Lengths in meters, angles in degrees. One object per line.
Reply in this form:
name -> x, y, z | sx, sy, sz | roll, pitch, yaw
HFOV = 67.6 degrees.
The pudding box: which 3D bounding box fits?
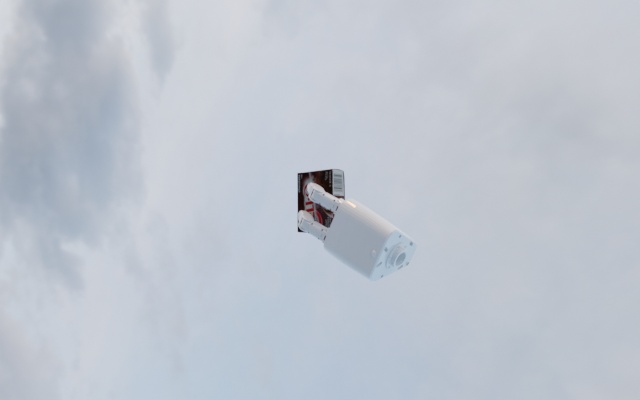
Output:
pudding box -> 0.000, 0.003, 0.860 | 0.090, 0.113, 0.039 | -3, -6, 43
